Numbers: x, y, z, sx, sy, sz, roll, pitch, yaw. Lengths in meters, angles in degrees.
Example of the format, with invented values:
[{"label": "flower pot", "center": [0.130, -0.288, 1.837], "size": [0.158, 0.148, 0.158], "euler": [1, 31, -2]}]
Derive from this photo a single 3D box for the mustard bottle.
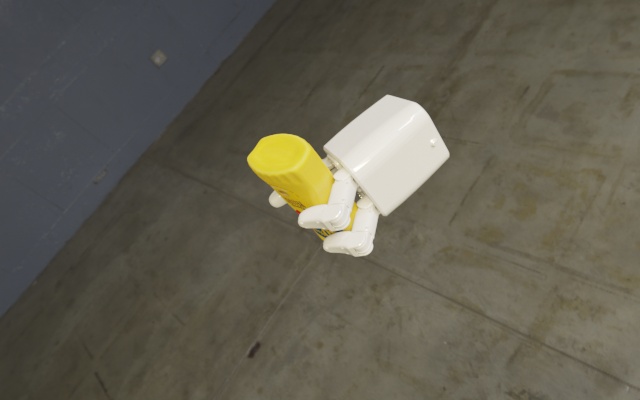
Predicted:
[{"label": "mustard bottle", "center": [0.000, 0.002, 0.579], "size": [0.096, 0.058, 0.192], "euler": [15, -25, 45]}]
